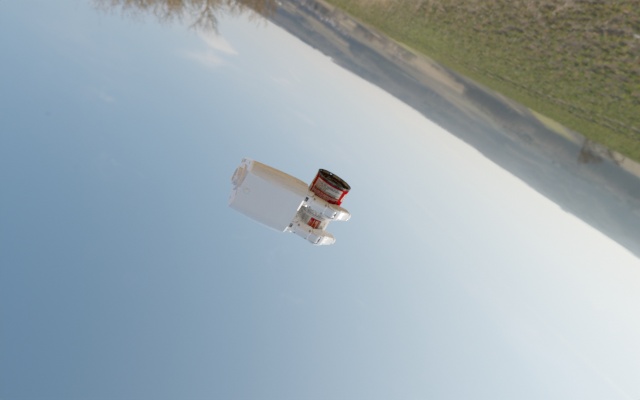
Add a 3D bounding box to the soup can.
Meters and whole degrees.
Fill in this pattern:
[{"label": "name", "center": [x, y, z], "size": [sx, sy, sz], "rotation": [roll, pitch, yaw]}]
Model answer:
[{"label": "soup can", "center": [0.000, 0.003, 0.866], "size": [0.068, 0.102, 0.068], "rotation": [29, 16, -9]}]
